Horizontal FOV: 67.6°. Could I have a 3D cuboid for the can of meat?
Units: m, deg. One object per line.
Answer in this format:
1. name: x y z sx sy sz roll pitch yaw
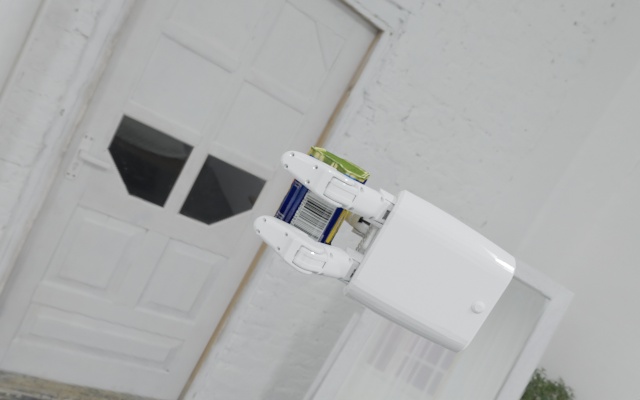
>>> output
1. can of meat: 0.000 0.001 0.425 0.057 0.084 0.102 30 9 5
